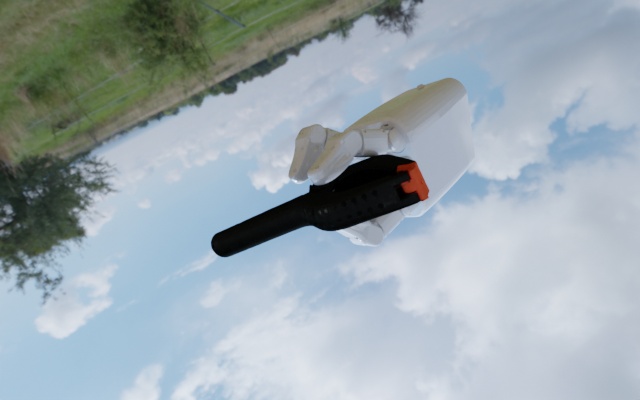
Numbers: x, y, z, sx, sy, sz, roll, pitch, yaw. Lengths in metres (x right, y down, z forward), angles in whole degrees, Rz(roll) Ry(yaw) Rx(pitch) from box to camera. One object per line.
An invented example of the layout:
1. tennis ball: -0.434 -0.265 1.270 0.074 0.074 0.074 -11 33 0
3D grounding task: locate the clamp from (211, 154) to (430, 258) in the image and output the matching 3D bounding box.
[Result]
1. clamp: 0.001 0.002 0.427 0.164 0.036 0.210 -39 20 -30
